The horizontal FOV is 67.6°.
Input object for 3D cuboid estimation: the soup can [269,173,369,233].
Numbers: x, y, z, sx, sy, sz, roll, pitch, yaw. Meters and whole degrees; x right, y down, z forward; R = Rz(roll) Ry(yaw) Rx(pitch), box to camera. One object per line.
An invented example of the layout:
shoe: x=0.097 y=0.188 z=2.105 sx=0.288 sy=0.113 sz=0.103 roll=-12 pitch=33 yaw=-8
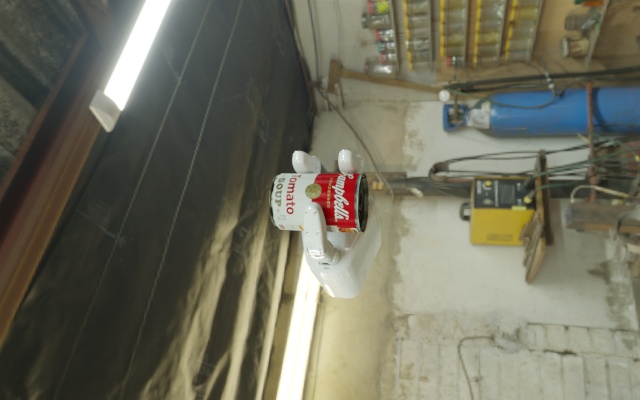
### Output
soup can: x=0.000 y=0.002 z=0.551 sx=0.102 sy=0.068 sz=0.068 roll=1 pitch=0 yaw=16
